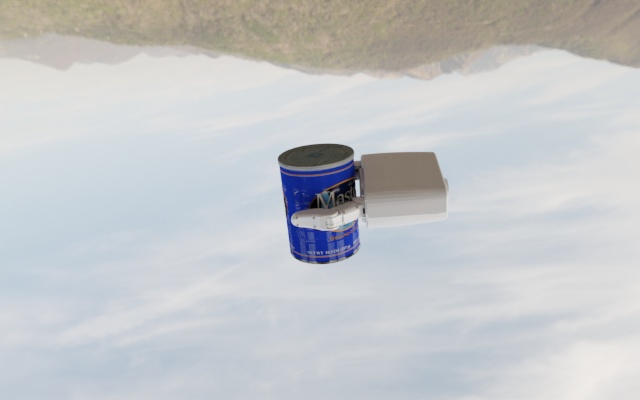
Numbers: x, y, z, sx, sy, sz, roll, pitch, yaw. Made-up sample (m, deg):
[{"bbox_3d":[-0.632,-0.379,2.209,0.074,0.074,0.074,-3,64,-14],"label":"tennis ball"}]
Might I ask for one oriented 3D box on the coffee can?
[{"bbox_3d":[0.000,0.002,0.661,0.103,0.140,0.102,-5,22,2],"label":"coffee can"}]
